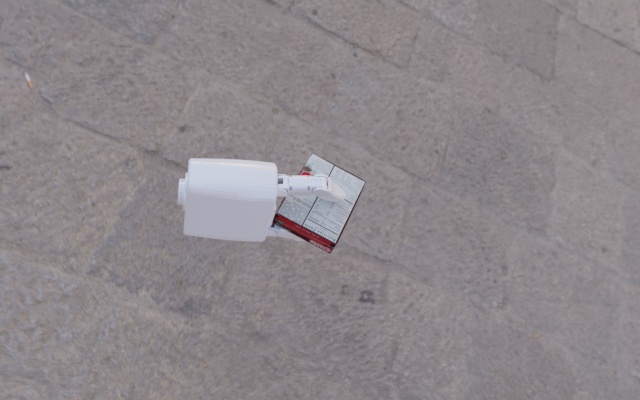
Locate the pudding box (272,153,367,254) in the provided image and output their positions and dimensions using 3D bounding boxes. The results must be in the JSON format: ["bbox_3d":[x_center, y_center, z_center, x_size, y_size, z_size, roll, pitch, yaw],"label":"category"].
[{"bbox_3d":[0.000,0.002,0.645,0.090,0.113,0.039,29,-27,-1],"label":"pudding box"}]
